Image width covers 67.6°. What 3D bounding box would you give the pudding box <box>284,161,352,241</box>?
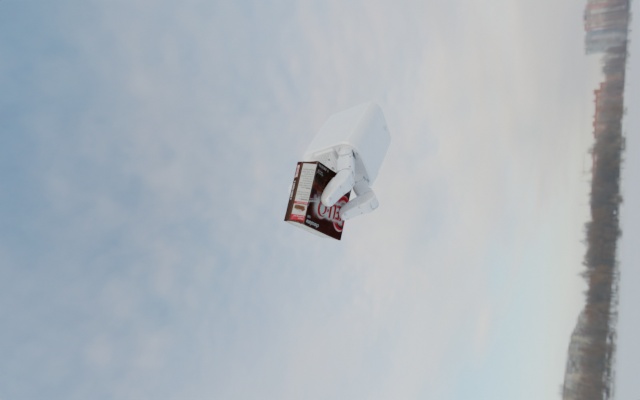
[{"bbox_3d":[0.000,0.002,0.684,0.039,0.090,0.113,5,-13,33],"label":"pudding box"}]
